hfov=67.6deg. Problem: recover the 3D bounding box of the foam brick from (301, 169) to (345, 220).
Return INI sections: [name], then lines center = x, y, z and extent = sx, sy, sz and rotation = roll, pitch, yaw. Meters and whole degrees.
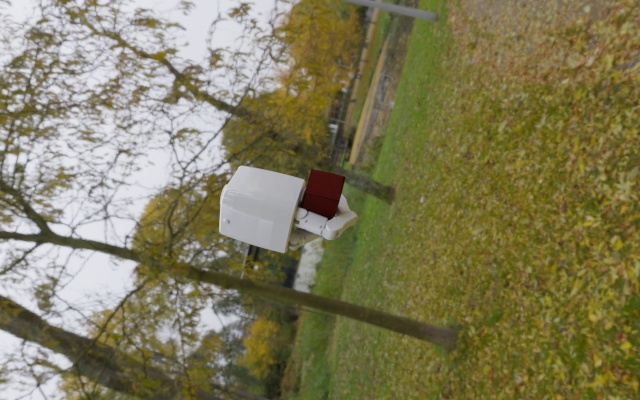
[foam brick]
center = 0.000, 0.002, 0.699
extent = 0.051, 0.053, 0.078
rotation = 15, -44, 0
